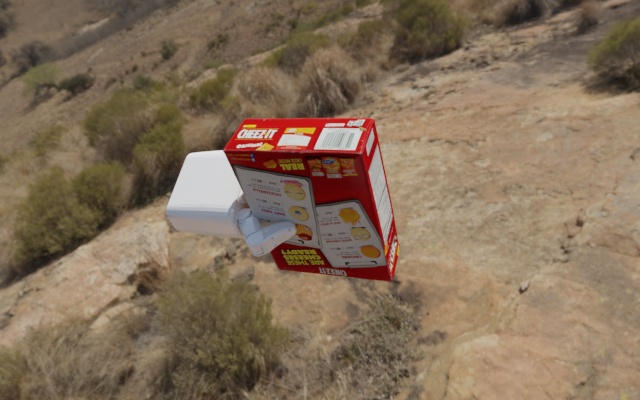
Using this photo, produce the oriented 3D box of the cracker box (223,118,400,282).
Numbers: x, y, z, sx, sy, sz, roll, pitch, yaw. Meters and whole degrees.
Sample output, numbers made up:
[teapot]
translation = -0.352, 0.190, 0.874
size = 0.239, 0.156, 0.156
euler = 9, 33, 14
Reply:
[cracker box]
translation = 0.000, 0.002, 0.584
size = 0.164, 0.072, 0.214
euler = 3, -44, 23
